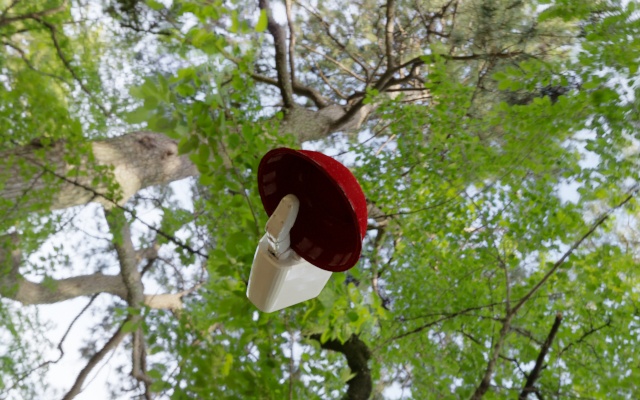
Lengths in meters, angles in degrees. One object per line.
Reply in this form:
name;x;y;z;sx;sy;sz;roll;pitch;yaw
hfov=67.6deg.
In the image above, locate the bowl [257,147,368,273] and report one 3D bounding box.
bowl;0.001;0.001;0.553;0.055;0.162;0.162;-36;22;-34
